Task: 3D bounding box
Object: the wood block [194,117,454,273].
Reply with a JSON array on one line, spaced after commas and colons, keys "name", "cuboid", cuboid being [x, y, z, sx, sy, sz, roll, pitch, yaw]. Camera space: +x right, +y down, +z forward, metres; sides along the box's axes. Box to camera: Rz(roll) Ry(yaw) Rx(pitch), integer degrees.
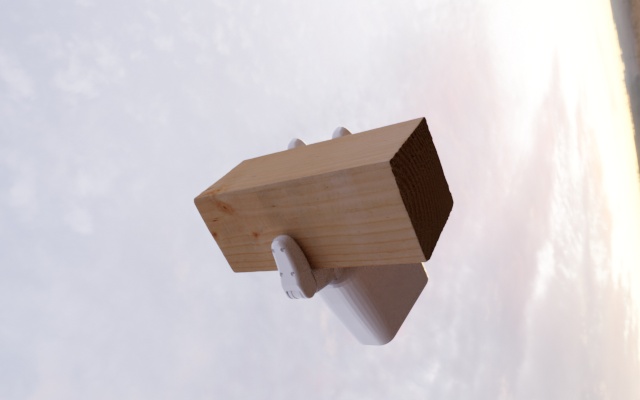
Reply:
[{"name": "wood block", "cuboid": [0.000, 0.002, 0.434, 0.206, 0.090, 0.090, -9, 26, 34]}]
